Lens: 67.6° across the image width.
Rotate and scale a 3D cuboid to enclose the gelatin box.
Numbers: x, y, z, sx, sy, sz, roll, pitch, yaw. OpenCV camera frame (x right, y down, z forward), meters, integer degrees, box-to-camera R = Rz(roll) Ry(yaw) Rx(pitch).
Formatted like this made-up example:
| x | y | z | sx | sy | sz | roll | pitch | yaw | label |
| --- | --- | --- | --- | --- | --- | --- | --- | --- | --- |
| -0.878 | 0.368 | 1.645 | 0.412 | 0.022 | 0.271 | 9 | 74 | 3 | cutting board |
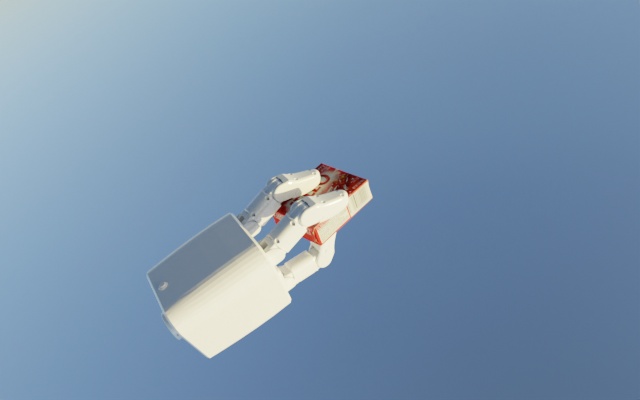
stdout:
| x | y | z | sx | sy | sz | roll | pitch | yaw | label |
| --- | --- | --- | --- | --- | --- | --- | --- | --- | --- |
| 0.000 | 0.002 | 0.523 | 0.073 | 0.030 | 0.089 | 23 | 54 | 42 | gelatin box |
